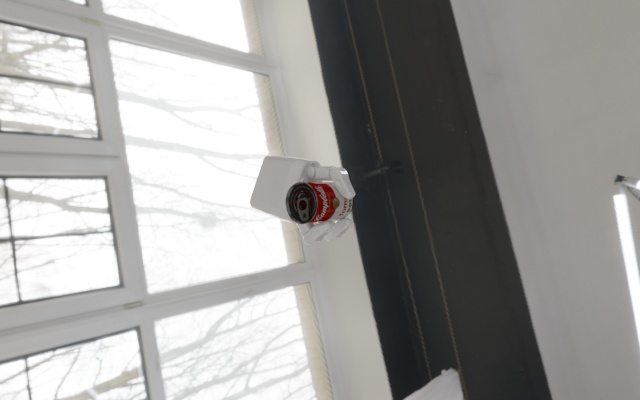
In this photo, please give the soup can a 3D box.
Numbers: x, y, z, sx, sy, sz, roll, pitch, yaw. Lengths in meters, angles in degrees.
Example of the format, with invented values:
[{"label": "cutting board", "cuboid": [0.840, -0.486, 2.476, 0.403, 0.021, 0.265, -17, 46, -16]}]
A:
[{"label": "soup can", "cuboid": [0.001, 0.003, 0.803, 0.068, 0.068, 0.102, 0, 2, 39]}]
